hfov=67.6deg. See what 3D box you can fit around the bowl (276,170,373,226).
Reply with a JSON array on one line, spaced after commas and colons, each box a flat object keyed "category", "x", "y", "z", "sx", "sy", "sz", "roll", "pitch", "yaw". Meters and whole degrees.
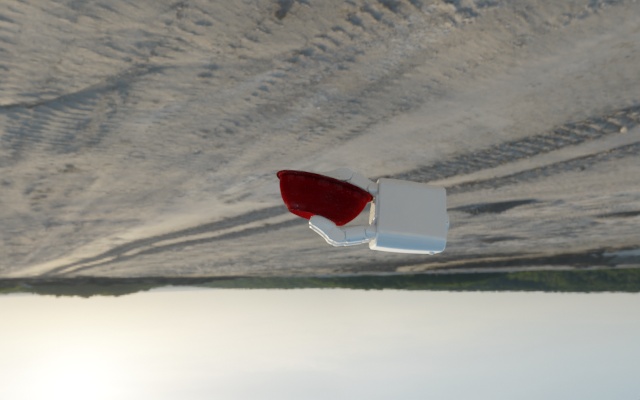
[{"category": "bowl", "x": -0.001, "y": 0.003, "z": 0.765, "sx": 0.162, "sy": 0.055, "sz": 0.162, "roll": 15, "pitch": -9, "yaw": 2}]
